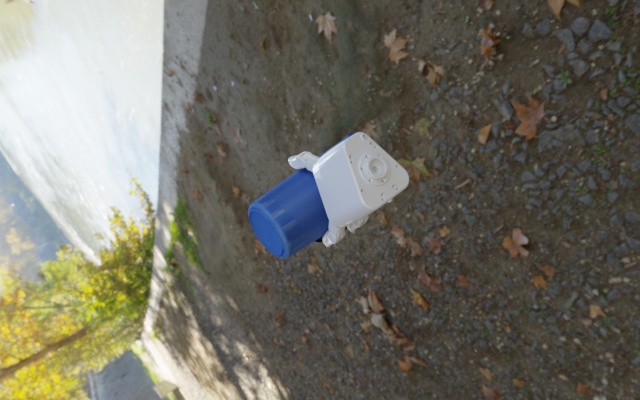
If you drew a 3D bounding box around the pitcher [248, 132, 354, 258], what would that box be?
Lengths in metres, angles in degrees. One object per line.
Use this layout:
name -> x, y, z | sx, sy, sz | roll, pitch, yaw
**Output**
pitcher -> 0.000, 0.003, 0.842 | 0.242, 0.149, 0.145 | -34, 2, -28
